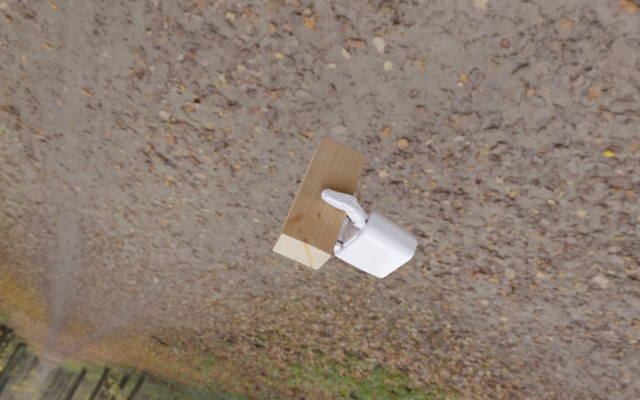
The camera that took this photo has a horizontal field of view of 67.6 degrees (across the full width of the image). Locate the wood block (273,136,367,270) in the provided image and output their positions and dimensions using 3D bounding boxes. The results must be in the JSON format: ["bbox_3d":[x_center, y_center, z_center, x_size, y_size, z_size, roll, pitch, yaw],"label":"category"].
[{"bbox_3d":[0.001,0.003,0.846,0.090,0.206,0.091,25,-28,-6],"label":"wood block"}]
